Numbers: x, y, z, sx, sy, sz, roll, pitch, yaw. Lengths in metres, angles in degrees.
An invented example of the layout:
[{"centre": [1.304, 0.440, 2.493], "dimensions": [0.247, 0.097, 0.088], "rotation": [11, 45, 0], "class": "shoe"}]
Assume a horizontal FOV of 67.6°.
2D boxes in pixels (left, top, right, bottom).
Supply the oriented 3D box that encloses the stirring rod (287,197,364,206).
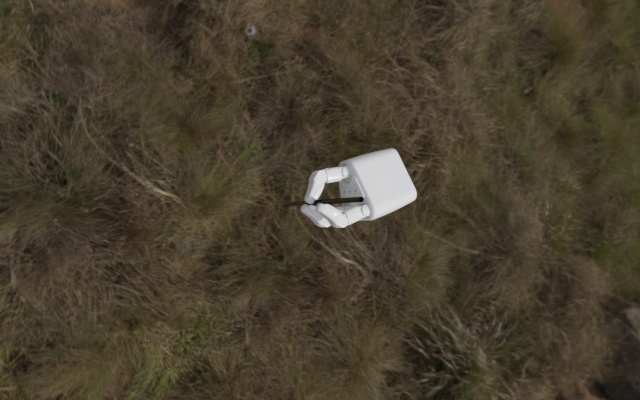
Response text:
[{"centre": [0.000, 0.003, 0.784], "dimensions": [0.011, 0.011, 0.239], "rotation": [0, -2, -29], "class": "stirring rod"}]
